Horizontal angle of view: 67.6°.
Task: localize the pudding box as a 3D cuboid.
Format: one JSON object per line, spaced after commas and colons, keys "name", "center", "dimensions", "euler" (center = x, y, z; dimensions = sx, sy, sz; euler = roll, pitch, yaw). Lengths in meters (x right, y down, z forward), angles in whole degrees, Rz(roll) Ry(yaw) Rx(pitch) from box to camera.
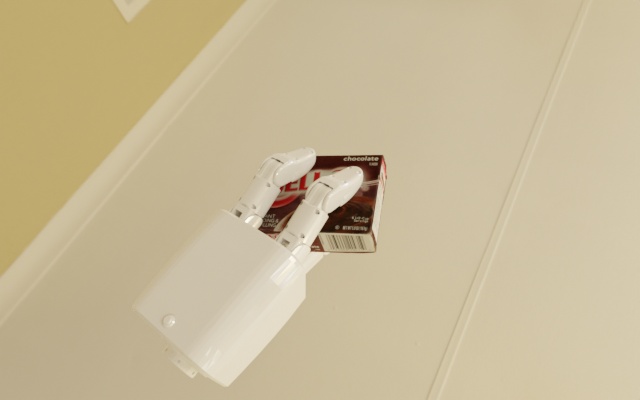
{"name": "pudding box", "center": [0.000, 0.002, 0.439], "dimensions": [0.113, 0.090, 0.039], "euler": [2, -37, 15]}
